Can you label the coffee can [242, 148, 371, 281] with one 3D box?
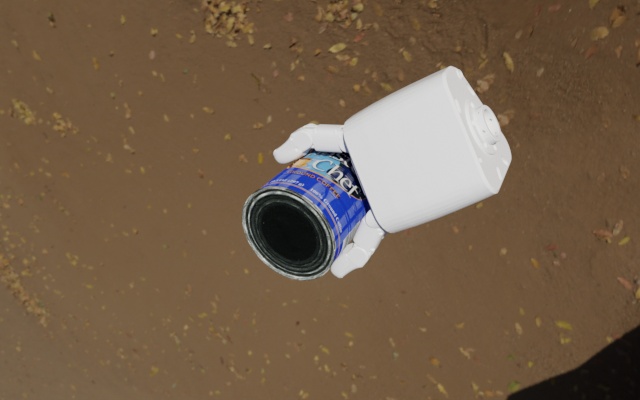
[{"bbox_3d":[0.000,0.002,0.502,0.103,0.103,0.140,0,27,31],"label":"coffee can"}]
